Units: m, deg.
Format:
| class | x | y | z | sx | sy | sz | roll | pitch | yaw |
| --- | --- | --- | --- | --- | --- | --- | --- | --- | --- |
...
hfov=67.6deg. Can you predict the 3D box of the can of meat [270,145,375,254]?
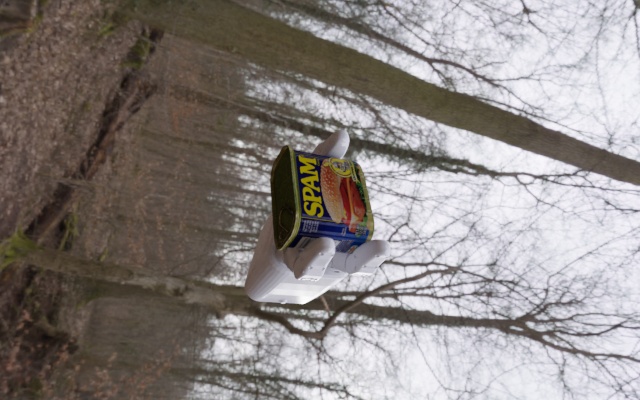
| class | x | y | z | sx | sy | sz | roll | pitch | yaw |
| --- | --- | --- | --- | --- | --- | --- | --- | --- | --- |
| can of meat | 0.000 | 0.001 | 0.476 | 0.084 | 0.102 | 0.057 | 9 | -36 | -24 |
